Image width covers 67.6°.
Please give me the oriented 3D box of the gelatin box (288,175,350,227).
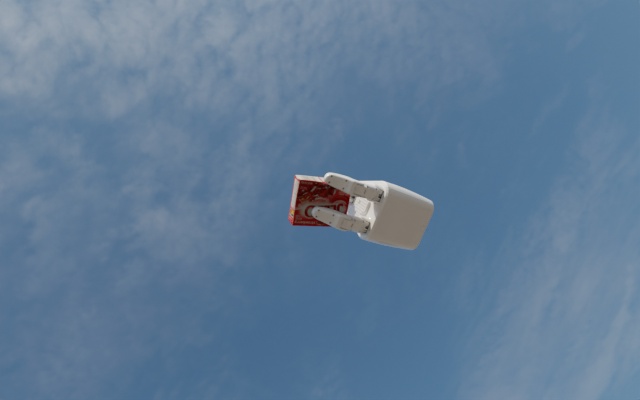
[{"bbox_3d":[0.000,0.002,0.734,0.089,0.073,0.030,4,17,-21],"label":"gelatin box"}]
